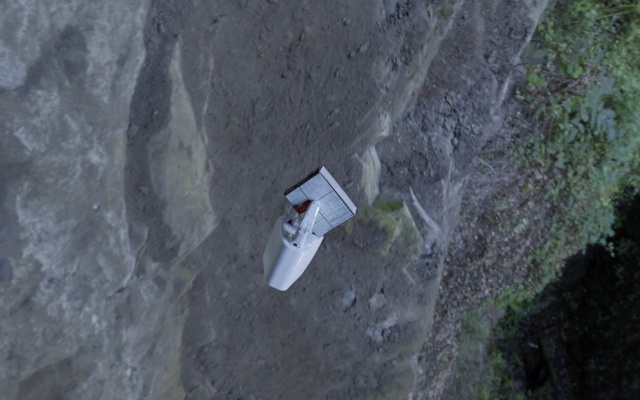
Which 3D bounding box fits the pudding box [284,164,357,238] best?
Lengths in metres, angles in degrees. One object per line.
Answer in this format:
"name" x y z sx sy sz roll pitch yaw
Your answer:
"pudding box" 0.000 0.003 0.898 0.090 0.113 0.039 -33 17 20
